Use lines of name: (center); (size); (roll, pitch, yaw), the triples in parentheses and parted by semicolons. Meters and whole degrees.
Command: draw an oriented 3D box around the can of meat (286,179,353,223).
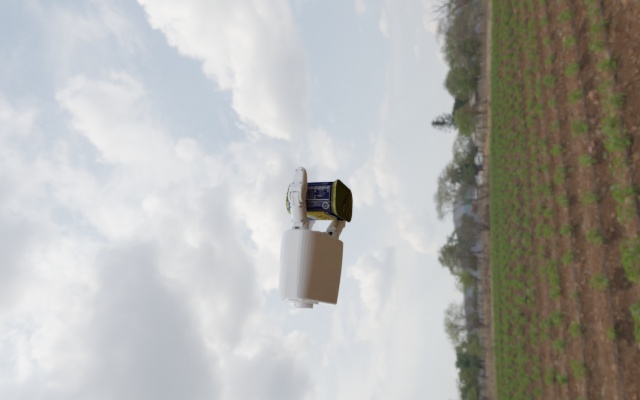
can of meat: (0.000, 0.002, 0.786); (0.084, 0.057, 0.102); (-1, -13, 19)
